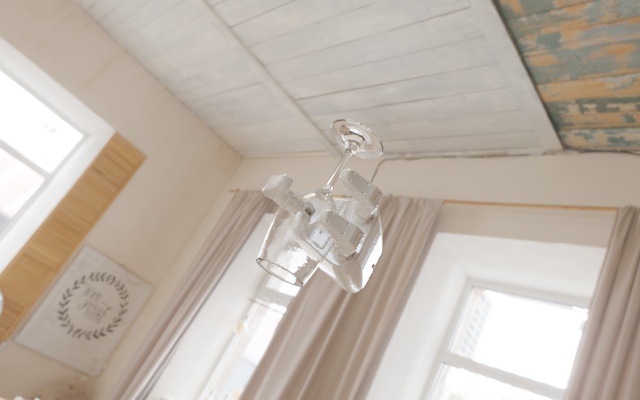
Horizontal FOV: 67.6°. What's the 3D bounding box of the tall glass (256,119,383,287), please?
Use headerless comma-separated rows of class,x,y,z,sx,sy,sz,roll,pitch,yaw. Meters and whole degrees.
tall glass,0.000,0.001,0.573,0.079,0.201,0.079,26,-22,11
